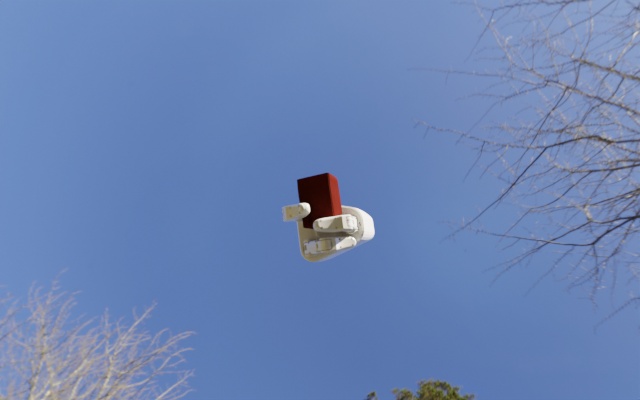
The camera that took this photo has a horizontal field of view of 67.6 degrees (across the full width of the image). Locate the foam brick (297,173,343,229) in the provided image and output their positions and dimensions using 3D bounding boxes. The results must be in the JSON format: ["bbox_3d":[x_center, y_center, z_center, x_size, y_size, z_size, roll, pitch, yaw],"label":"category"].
[{"bbox_3d":[0.000,0.002,0.737,0.053,0.078,0.051,-10,-8,17],"label":"foam brick"}]
